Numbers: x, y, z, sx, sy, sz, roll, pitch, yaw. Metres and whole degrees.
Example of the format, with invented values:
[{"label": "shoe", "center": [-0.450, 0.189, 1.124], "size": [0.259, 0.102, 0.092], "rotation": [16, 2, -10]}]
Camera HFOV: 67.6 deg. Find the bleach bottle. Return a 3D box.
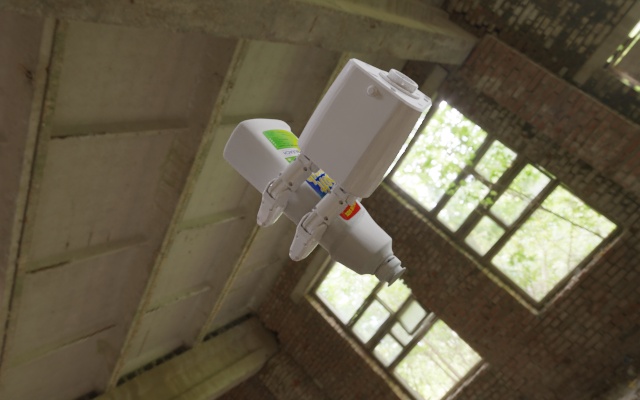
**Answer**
[{"label": "bleach bottle", "center": [0.000, 0.002, 0.560], "size": [0.250, 0.068, 0.102], "rotation": [43, 25, 21]}]
